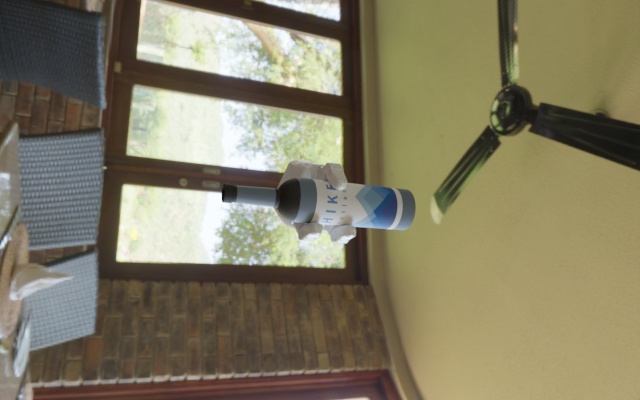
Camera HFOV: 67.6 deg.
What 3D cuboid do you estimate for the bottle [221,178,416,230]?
[{"bbox_3d":[0.000,0.002,0.721,0.296,0.069,0.069,5,-2,-21],"label":"bottle"}]
